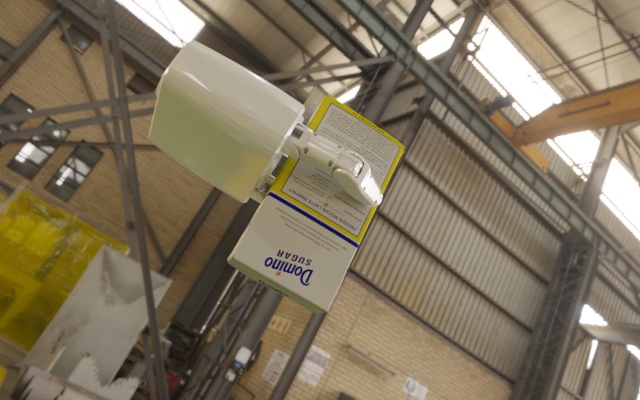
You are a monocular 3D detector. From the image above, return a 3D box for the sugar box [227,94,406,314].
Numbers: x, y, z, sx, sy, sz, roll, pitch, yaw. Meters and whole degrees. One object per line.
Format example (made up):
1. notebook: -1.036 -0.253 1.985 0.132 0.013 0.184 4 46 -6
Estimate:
1. sugar box: 0.000 0.001 0.431 0.093 0.176 0.048 32 -19 -8
